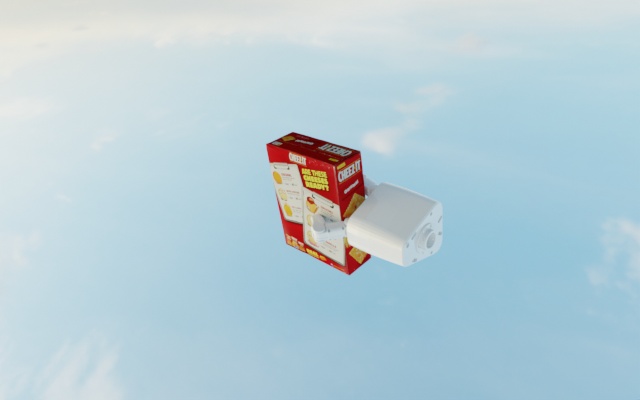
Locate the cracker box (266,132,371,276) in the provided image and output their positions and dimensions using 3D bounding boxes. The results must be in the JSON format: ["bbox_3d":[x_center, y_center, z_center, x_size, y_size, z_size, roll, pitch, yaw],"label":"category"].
[{"bbox_3d":[0.000,0.003,0.824,0.164,0.214,0.072,22,42,40],"label":"cracker box"}]
